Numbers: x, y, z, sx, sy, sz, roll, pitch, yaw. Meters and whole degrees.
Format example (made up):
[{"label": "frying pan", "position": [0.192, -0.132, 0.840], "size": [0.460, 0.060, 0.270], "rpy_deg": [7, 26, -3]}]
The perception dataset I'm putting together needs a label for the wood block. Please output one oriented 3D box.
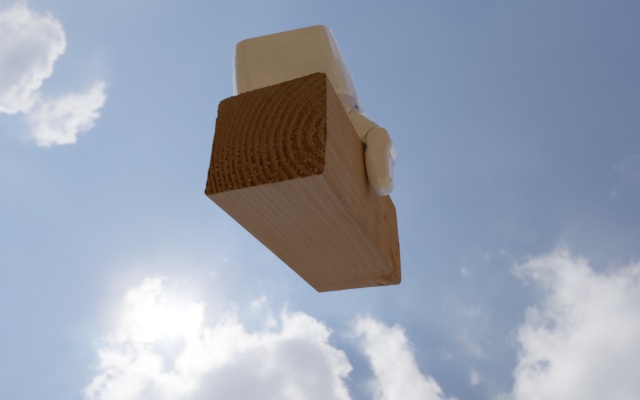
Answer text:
[{"label": "wood block", "position": [0.000, 0.001, 0.413], "size": [0.091, 0.090, 0.206], "rpy_deg": [-11, -32, 19]}]
